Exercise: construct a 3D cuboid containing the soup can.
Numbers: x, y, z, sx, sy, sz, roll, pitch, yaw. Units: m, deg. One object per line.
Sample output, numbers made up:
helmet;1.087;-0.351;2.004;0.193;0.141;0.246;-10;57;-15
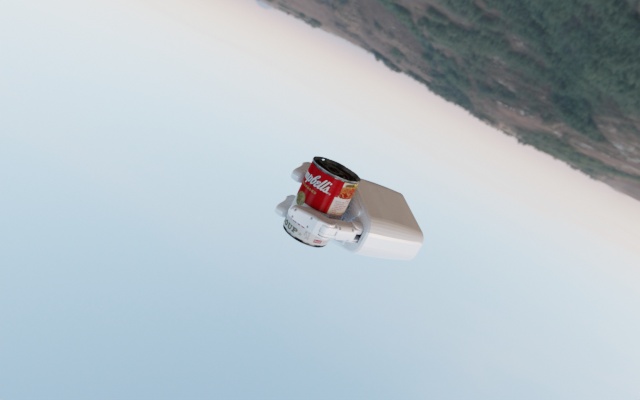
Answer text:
soup can;0.000;0.002;0.628;0.068;0.102;0.068;23;19;-9
